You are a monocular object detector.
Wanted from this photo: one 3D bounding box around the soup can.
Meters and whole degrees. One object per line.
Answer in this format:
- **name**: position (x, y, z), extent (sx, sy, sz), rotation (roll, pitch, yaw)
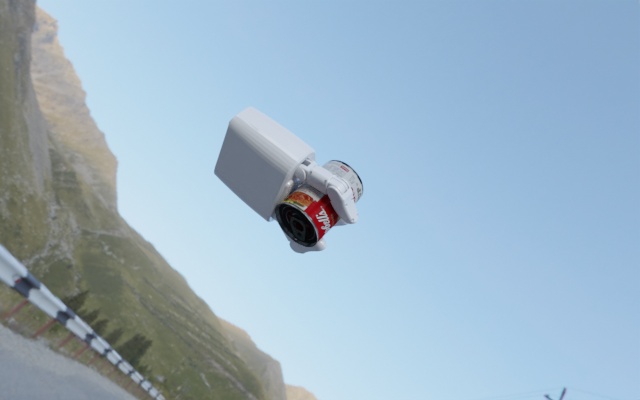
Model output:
- **soup can**: position (0.001, 0.002, 0.612), extent (0.068, 0.068, 0.102), rotation (0, 35, 48)
